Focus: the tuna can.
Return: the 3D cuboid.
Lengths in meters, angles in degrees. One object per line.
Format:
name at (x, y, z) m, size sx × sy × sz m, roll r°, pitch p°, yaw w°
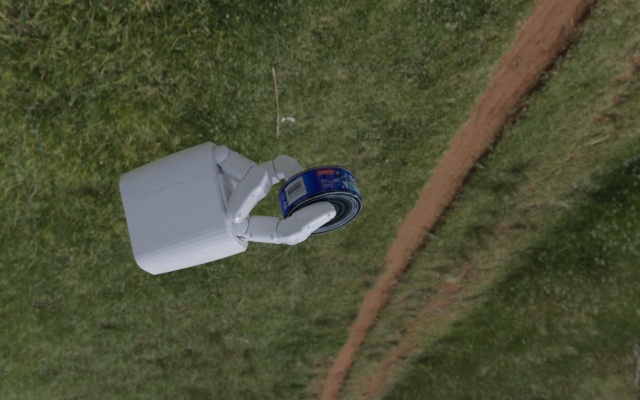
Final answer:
tuna can at (0.000, 0.002, 0.506) m, size 0.086 × 0.033 × 0.086 m, roll -12°, pitch -31°, yaw -7°
